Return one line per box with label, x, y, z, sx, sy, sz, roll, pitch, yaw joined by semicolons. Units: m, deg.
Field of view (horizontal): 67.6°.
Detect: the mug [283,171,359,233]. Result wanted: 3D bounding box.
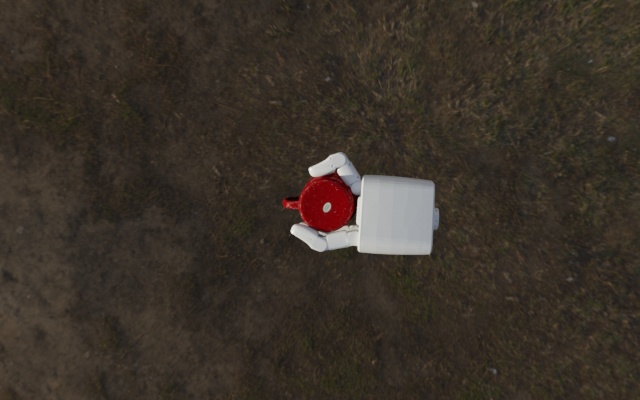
mug;-0.001;0.002;0.735;0.117;0.093;0.081;2;8;7
